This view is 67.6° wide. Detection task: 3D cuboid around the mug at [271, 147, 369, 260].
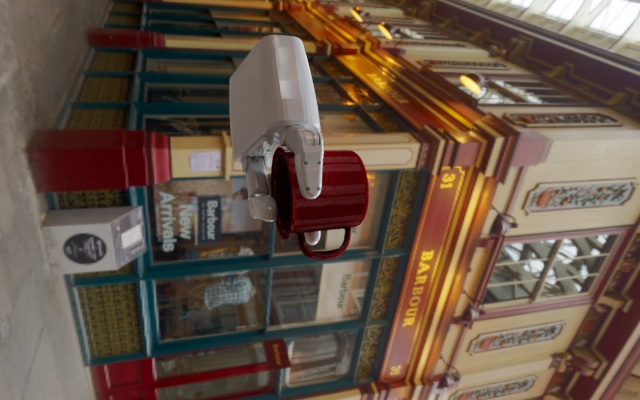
[{"bbox_3d":[0.001,0.003,0.485,0.081,0.117,0.093,-4,-16,-17],"label":"mug"}]
